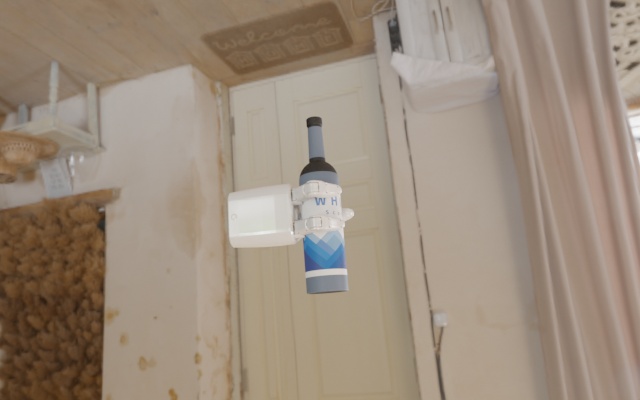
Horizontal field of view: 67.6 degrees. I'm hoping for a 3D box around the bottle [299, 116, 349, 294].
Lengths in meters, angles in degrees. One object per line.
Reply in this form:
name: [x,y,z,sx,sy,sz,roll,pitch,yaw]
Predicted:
bottle: [0.000,0.003,0.789,0.069,0.295,0.069,-4,-13,-1]
